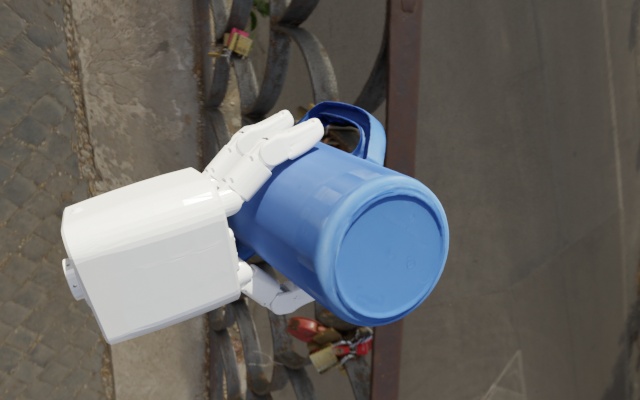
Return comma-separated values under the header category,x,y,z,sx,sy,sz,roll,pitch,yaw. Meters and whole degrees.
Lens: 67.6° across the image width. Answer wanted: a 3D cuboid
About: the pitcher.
category,x,y,z,sx,sy,sz,roll,pitch,yaw
pitcher,0.000,0.001,0.421,0.145,0.149,0.242,-18,20,-22
